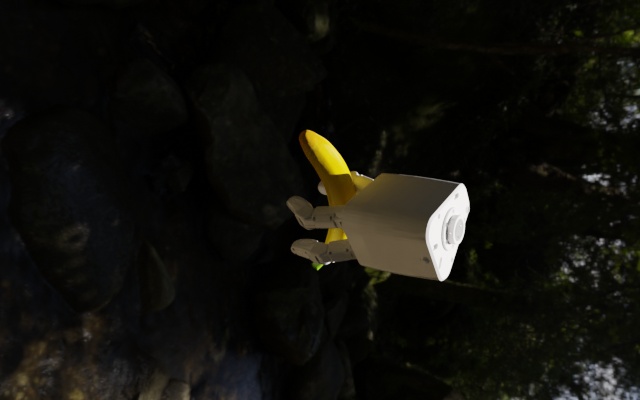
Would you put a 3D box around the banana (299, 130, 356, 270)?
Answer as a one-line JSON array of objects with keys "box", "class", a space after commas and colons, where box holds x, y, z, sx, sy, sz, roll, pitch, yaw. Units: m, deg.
[{"box": [0.016, -0.001, 0.615, 0.069, 0.198, 0.037, -20, 29, -28], "class": "banana"}]
